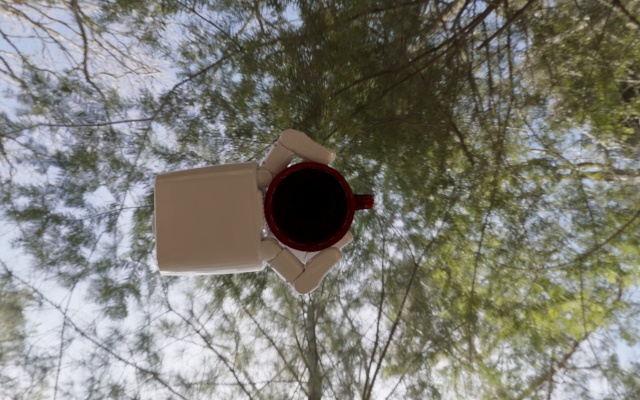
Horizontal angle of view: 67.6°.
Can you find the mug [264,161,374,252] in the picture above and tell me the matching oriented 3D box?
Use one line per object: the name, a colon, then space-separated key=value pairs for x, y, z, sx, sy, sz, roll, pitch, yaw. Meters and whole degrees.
mug: x=0.002 y=0.001 z=0.525 sx=0.117 sy=0.093 sz=0.081 roll=-5 pitch=6 yaw=0
